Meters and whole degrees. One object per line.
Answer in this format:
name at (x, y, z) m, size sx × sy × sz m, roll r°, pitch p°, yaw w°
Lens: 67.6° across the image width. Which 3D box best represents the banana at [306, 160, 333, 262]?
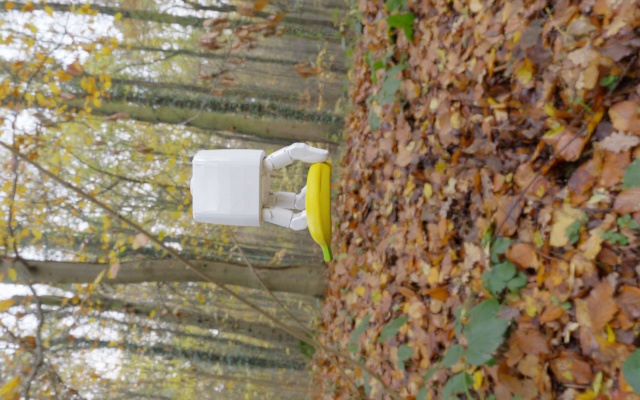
banana at (-0.001, -0.008, 0.706) m, size 0.037 × 0.197 × 0.070 m, roll -2°, pitch -43°, yaw 4°
